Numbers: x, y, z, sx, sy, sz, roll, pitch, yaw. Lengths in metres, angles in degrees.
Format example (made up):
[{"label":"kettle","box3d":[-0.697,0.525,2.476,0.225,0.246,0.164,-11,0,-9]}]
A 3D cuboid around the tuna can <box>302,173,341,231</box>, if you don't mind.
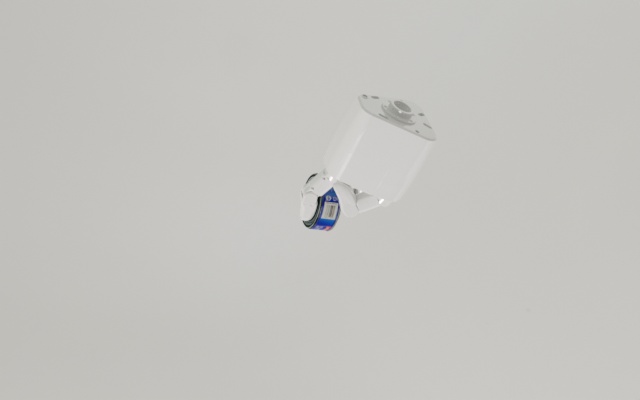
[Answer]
[{"label":"tuna can","box3d":[0.000,0.002,0.720,0.034,0.086,0.086,7,-3,-22]}]
